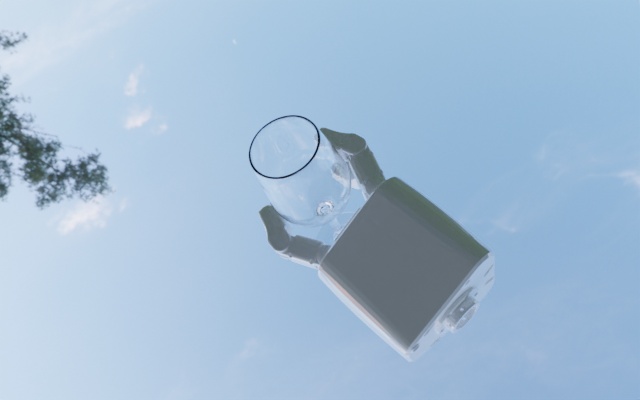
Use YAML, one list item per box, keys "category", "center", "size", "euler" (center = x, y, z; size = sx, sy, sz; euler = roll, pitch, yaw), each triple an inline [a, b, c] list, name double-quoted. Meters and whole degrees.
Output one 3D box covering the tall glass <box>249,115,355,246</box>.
- category: "tall glass"
  center: [0.000, 0.002, 0.467]
  size: [0.079, 0.079, 0.201]
  euler: [0, -27, 20]
